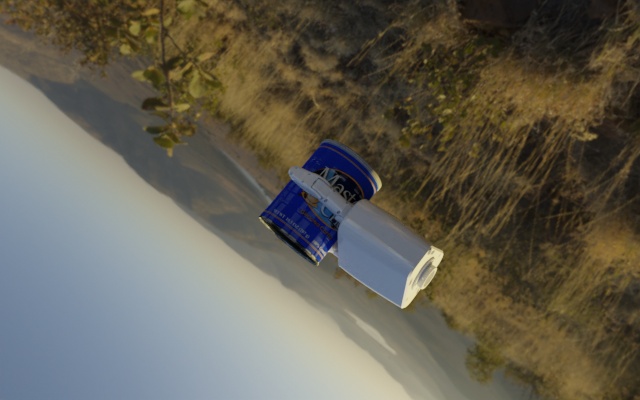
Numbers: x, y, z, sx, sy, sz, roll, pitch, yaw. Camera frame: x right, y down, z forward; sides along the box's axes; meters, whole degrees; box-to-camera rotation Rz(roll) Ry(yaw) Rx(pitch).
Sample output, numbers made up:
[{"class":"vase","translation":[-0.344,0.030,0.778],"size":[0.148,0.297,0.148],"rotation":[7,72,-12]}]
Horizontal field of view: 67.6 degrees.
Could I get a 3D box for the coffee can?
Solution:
[{"class":"coffee can","translation":[0.000,0.002,0.648],"size":[0.103,0.140,0.103],"rotation":[38,-11,9]}]
